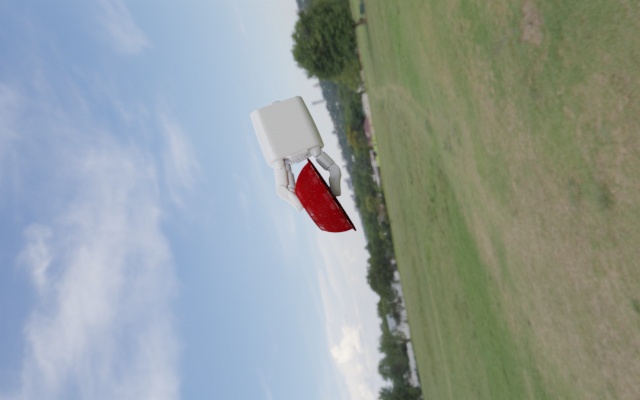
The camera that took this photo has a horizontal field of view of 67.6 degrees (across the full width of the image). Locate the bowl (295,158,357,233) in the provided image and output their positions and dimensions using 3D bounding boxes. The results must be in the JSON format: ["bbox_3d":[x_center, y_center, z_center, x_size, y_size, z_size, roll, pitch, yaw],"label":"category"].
[{"bbox_3d":[0.000,0.004,0.873,0.055,0.162,0.162,-34,-3,4],"label":"bowl"}]
